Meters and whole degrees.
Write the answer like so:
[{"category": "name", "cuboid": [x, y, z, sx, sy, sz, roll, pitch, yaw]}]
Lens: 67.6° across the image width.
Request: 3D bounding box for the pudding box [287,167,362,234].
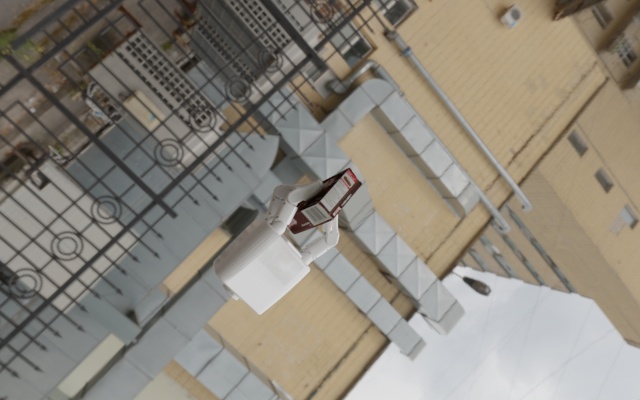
[{"category": "pudding box", "cuboid": [0.000, 0.003, 0.743, 0.113, 0.039, 0.090, -21, 23, 52]}]
